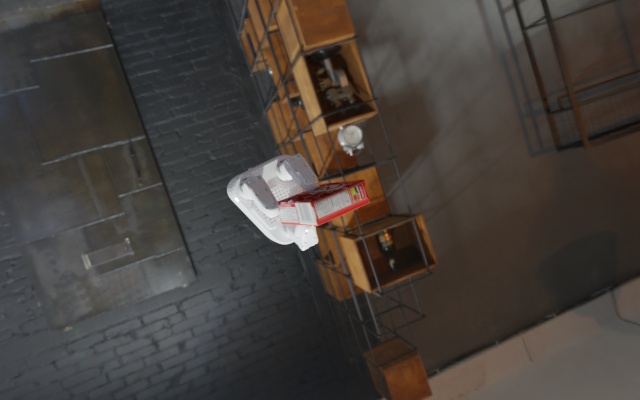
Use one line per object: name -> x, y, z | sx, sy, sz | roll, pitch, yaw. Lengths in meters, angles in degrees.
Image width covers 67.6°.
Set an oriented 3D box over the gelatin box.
gelatin box -> 0.000, 0.002, 0.541 | 0.073, 0.030, 0.089 | -22, 10, -29
